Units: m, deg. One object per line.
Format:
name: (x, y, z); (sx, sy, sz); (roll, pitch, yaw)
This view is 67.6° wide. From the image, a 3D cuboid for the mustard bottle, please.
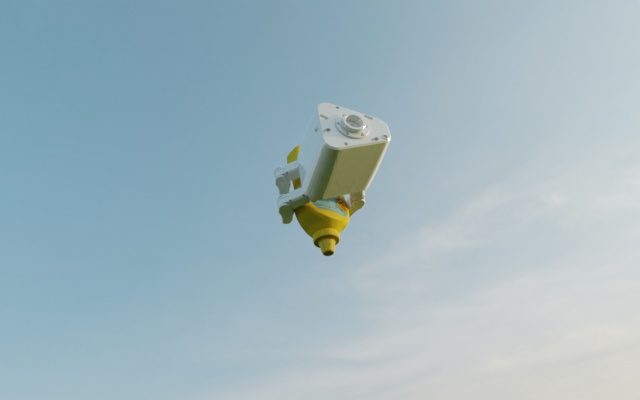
mustard bottle: (0.000, 0.003, 0.766); (0.096, 0.191, 0.058); (20, -46, -34)
